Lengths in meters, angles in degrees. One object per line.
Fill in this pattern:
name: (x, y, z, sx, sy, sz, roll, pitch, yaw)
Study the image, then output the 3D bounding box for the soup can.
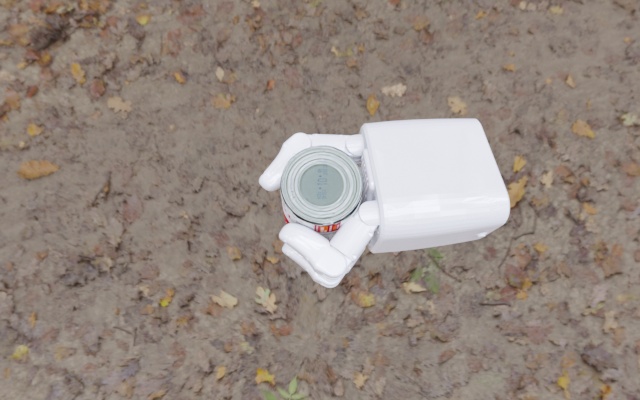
soup can: (0.000, 0.001, 0.421, 0.068, 0.068, 0.102, 0, -17, -2)
